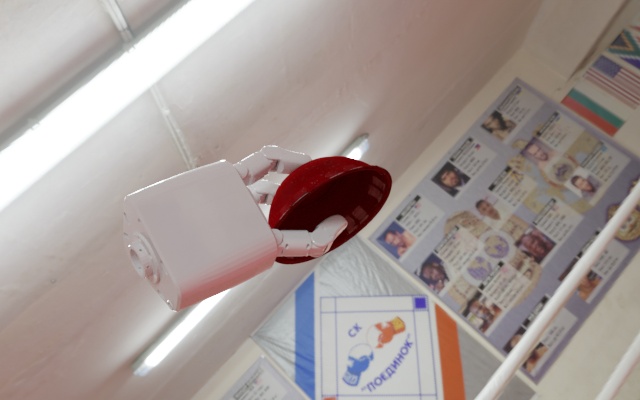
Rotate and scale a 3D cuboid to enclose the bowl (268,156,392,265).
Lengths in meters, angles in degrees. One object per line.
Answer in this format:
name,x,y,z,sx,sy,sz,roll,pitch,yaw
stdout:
bowl,0.001,0.001,0.543,0.162,0.055,0.162,-26,-29,-16
